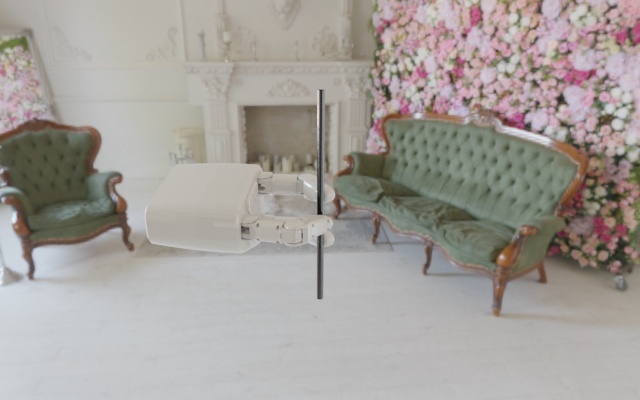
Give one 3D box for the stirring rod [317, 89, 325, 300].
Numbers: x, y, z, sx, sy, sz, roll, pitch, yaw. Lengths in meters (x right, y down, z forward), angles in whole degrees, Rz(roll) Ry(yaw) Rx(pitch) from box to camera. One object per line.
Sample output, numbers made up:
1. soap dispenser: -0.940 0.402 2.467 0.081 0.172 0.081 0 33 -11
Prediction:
1. stirring rod: 0.000 0.002 0.522 0.011 0.240 0.011 0 20 0
